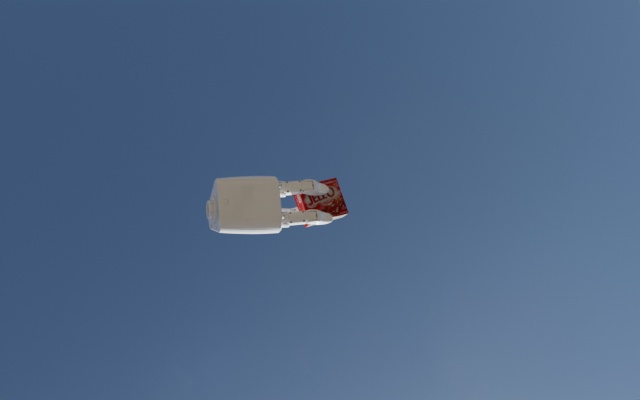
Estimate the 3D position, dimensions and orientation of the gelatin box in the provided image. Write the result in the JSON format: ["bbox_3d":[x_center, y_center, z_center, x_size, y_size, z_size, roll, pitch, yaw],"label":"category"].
[{"bbox_3d":[0.000,0.003,0.883,0.089,0.073,0.030,-14,-10,-31],"label":"gelatin box"}]
